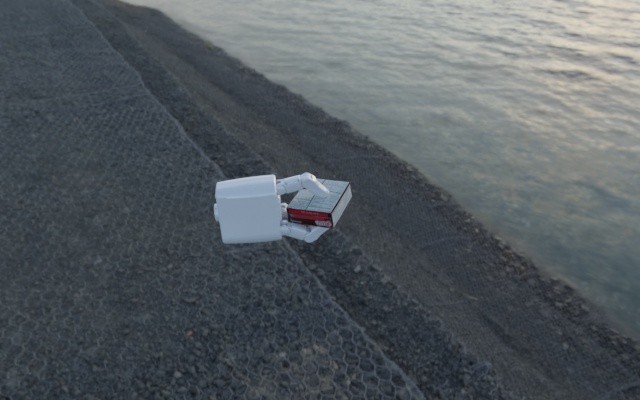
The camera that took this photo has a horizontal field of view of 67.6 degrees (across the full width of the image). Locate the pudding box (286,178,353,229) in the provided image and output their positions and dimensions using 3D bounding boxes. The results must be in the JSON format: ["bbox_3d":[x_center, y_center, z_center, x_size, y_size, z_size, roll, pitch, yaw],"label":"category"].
[{"bbox_3d":[0.000,0.003,0.886,0.090,0.039,0.113,8,38,21],"label":"pudding box"}]
